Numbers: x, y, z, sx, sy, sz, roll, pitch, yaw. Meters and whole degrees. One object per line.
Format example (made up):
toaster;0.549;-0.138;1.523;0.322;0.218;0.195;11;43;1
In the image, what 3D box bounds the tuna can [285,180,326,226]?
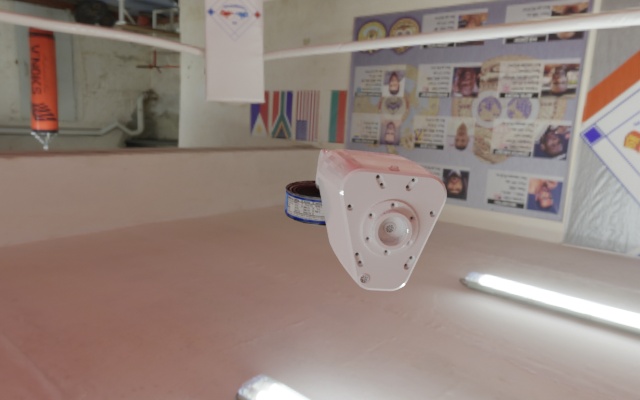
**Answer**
tuna can;0.000;0.002;0.575;0.086;0.034;0.086;4;15;-1
